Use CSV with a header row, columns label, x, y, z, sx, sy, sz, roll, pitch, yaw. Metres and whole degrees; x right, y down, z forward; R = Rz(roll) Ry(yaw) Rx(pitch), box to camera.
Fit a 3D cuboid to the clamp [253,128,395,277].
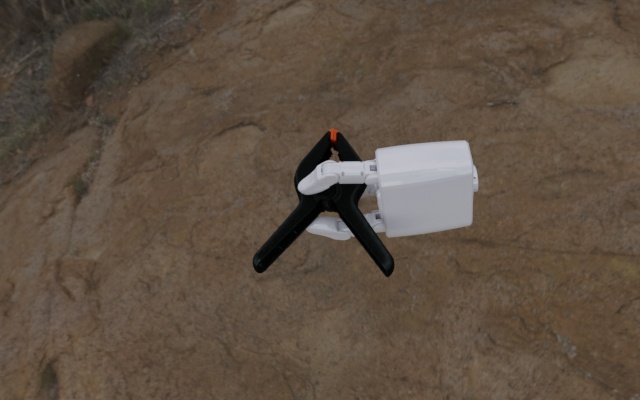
label,x,y,z,sx,sy,sz,roll,pitch,yaw
clamp,0.000,0.001,0.593,0.164,0.209,0.036,-5,-32,6
